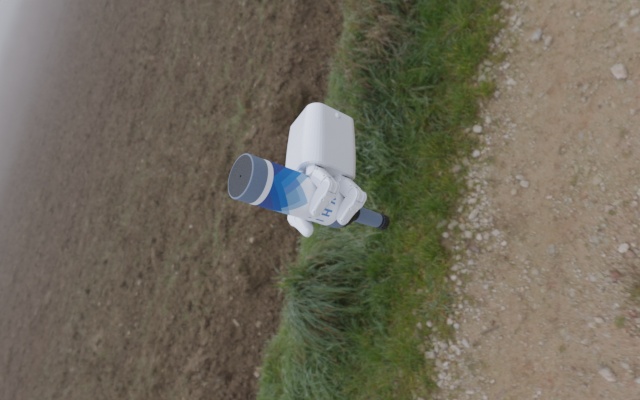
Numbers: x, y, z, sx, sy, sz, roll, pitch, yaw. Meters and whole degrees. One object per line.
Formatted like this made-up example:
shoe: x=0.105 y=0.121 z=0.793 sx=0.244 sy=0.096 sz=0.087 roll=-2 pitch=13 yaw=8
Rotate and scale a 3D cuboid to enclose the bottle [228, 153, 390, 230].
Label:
bottle: x=0.000 y=0.002 z=0.750 sx=0.296 sy=0.069 sz=0.069 roll=18 pitch=-11 yaw=-37
